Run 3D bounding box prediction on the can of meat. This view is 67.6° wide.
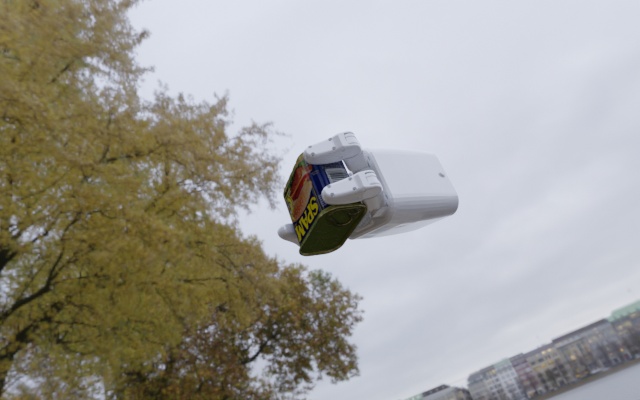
[{"bbox_3d":[0.000,0.002,0.545,0.057,0.084,0.102,-5,-33,-26],"label":"can of meat"}]
